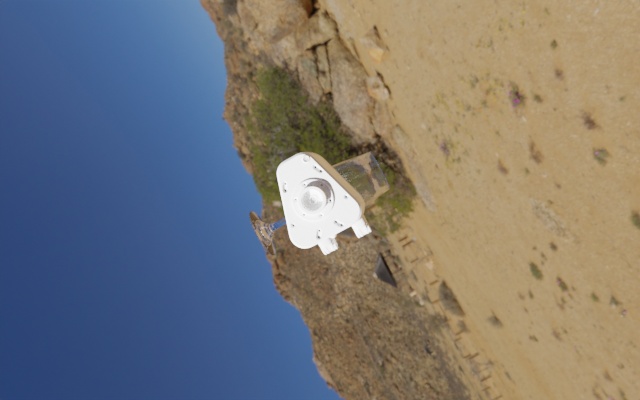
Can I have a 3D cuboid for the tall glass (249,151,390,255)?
[{"bbox_3d":[-0.001,0.003,0.703,0.201,0.079,0.079,-28,-3,5],"label":"tall glass"}]
